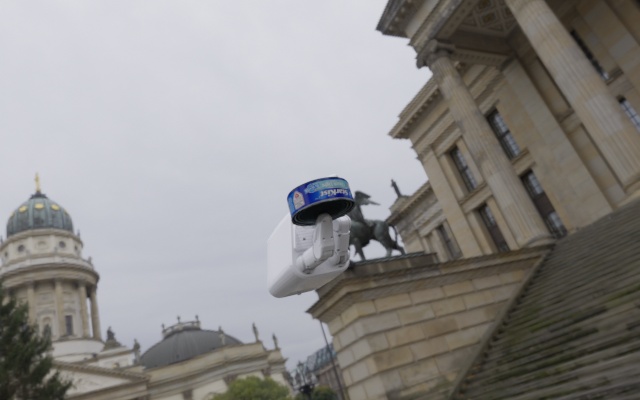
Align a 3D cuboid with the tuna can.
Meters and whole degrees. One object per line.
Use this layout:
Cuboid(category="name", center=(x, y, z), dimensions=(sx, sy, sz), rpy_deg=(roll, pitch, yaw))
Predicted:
Cuboid(category="tuna can", center=(0.000, 0.001, 0.622), dimensions=(0.086, 0.033, 0.086), rpy_deg=(-14, -20, -5))
